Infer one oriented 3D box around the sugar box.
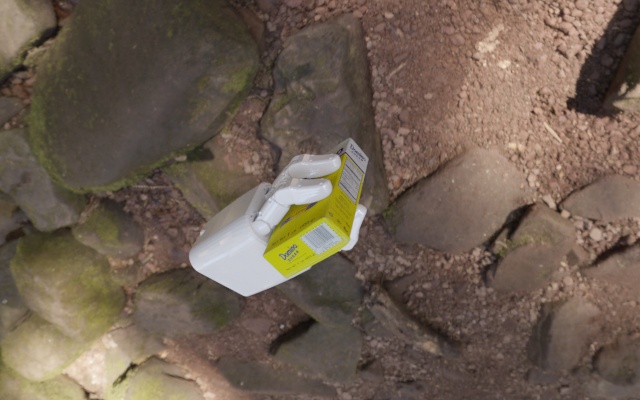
[{"bbox_3d":[0.000,0.002,0.553,0.093,0.048,0.176,-32,24,28],"label":"sugar box"}]
